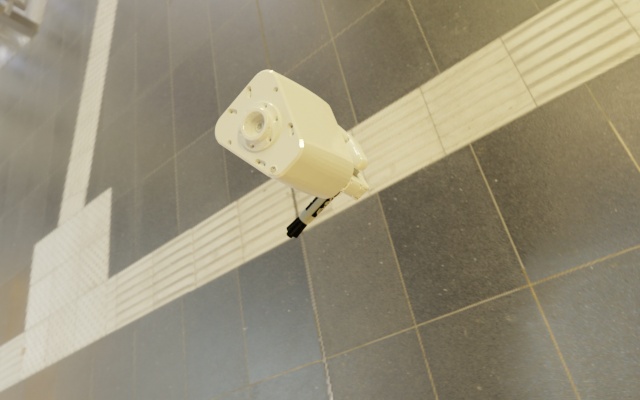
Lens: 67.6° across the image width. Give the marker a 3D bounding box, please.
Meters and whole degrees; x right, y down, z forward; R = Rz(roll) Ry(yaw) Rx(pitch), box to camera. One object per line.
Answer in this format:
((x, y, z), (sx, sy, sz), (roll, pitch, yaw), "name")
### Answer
((0.000, 0.002, 0.586), (0.020, 0.121, 0.020), (40, 15, -13), "marker")
